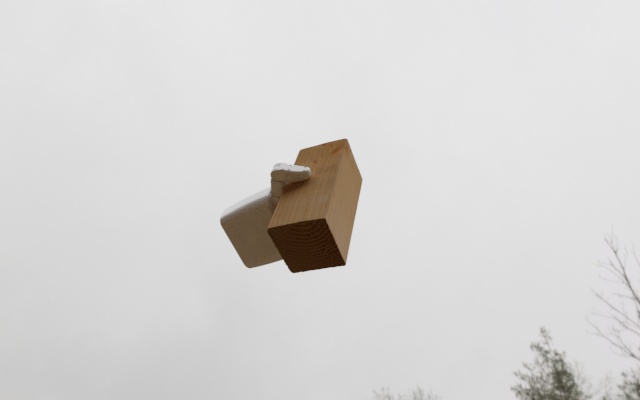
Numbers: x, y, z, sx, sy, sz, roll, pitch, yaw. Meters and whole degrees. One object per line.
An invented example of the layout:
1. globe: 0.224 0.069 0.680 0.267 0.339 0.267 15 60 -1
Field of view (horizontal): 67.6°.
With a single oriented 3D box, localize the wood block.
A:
1. wood block: 0.000 0.002 0.735 0.090 0.091 0.206 -11 35 21
